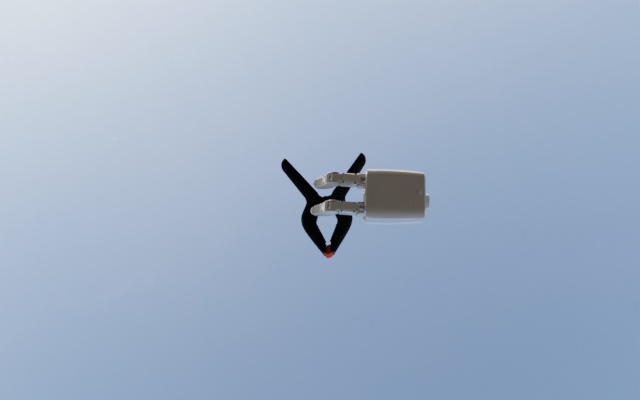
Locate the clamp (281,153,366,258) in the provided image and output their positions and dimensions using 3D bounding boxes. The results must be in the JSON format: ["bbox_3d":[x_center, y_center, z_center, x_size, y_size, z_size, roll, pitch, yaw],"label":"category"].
[{"bbox_3d":[0.000,0.004,0.898,0.164,0.210,0.036,2,-22,6],"label":"clamp"}]
